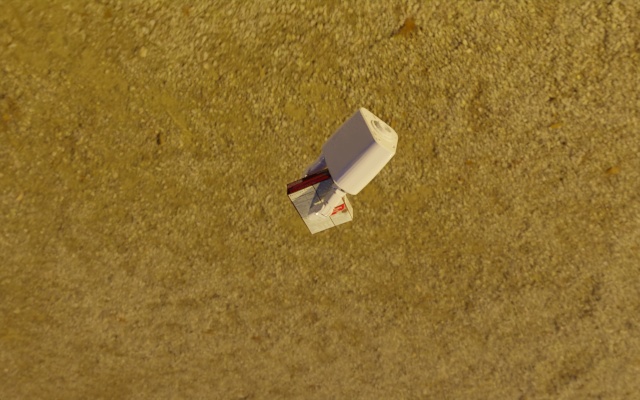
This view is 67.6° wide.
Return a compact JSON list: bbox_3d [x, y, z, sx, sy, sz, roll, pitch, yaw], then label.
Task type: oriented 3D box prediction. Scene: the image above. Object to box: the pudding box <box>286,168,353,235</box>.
[{"bbox_3d":[0.000,0.003,0.886,0.090,0.114,0.039,-20,35,13],"label":"pudding box"}]
